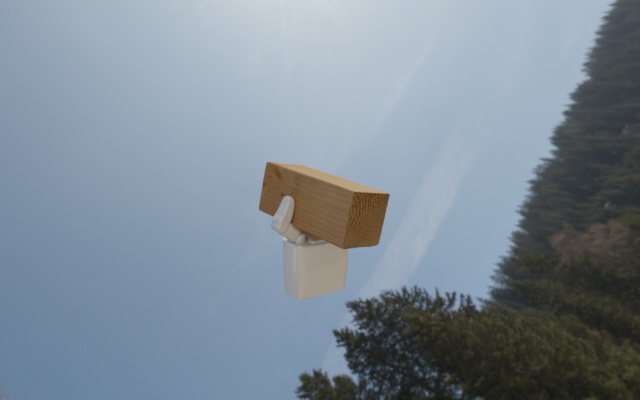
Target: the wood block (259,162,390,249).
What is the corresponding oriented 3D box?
[{"bbox_3d":[0.000,0.003,0.794,0.206,0.090,0.091,21,14,42],"label":"wood block"}]
